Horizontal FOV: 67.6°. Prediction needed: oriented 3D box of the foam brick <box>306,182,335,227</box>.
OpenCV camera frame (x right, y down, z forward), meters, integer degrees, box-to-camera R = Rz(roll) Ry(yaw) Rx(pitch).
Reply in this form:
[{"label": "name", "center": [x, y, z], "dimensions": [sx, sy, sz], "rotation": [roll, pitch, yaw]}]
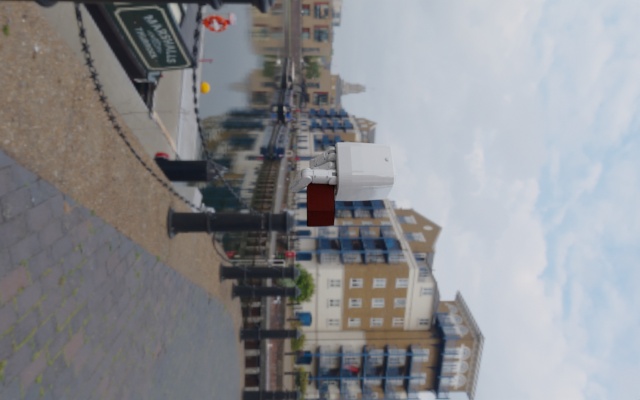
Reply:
[{"label": "foam brick", "center": [0.000, 0.003, 0.884], "dimensions": [0.051, 0.078, 0.053], "rotation": [0, -34, -3]}]
